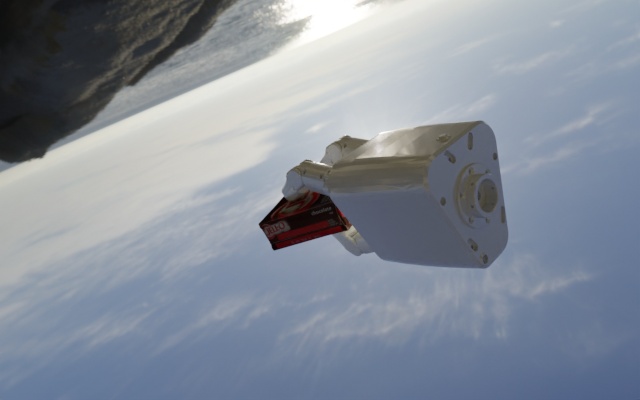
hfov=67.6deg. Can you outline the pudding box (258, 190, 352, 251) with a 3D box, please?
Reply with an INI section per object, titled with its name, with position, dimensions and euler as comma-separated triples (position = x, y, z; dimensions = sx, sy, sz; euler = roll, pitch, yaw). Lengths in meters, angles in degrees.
[pudding box]
position = 0.000, 0.002, 0.500
dimensions = 0.090, 0.039, 0.113
euler = -17, 17, 28
